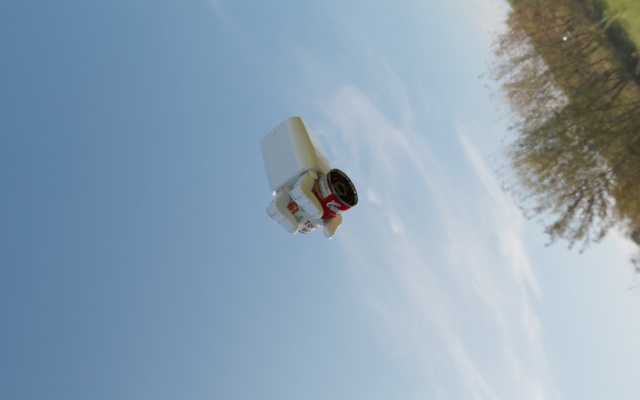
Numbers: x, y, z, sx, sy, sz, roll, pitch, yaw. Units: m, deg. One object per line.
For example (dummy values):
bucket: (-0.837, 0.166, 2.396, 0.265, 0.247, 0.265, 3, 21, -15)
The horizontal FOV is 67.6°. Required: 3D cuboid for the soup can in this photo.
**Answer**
soup can: (0.000, 0.003, 0.769, 0.102, 0.068, 0.068, -32, -18, 30)
